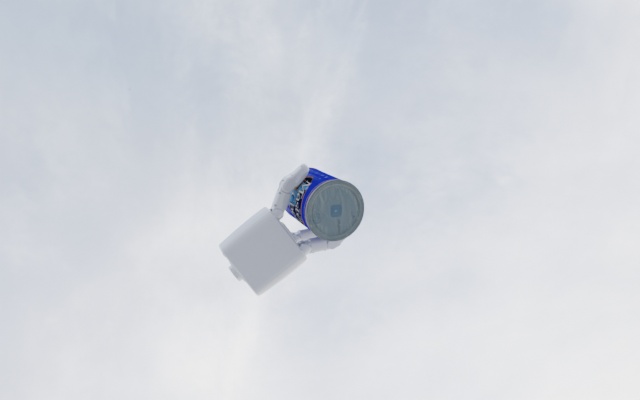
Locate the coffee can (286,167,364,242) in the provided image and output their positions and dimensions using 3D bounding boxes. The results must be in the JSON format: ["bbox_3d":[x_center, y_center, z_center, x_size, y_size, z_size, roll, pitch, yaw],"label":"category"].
[{"bbox_3d":[0.000,0.003,0.834,0.103,0.103,0.140,0,12,-22],"label":"coffee can"}]
